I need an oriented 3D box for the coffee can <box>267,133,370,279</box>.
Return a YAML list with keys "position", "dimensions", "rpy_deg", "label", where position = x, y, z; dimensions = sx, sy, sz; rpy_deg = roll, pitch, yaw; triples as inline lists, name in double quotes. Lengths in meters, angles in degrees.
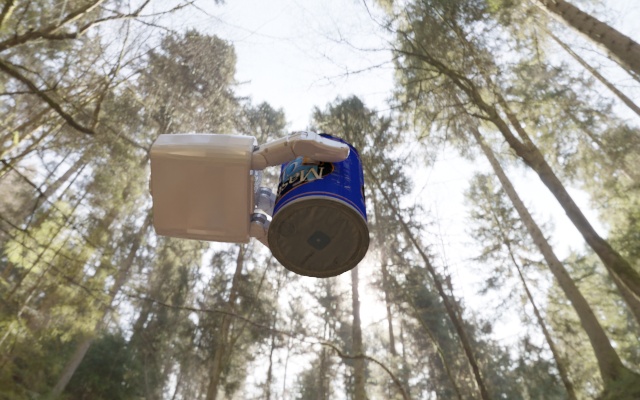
- position: [0.000, 0.002, 0.533]
  dimensions: [0.103, 0.103, 0.140]
  rpy_deg: [0, 34, 2]
  label: "coffee can"
